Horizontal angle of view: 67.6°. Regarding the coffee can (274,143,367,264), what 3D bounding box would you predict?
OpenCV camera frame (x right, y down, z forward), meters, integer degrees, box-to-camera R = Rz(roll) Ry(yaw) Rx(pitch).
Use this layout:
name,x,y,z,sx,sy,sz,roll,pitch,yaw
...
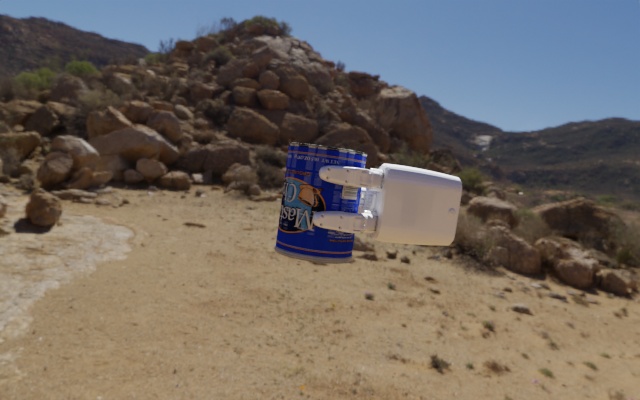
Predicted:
name,x,y,z,sx,sy,sz,roll,pitch,yaw
coffee can,0.000,0.002,0.620,0.103,0.140,0.103,8,4,0
